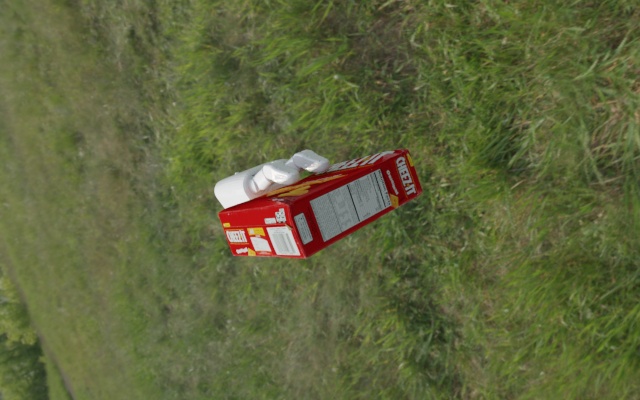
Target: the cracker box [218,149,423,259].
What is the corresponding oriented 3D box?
[{"bbox_3d":[0.000,0.002,0.626,0.213,0.072,0.164,-26,12,-37],"label":"cracker box"}]
